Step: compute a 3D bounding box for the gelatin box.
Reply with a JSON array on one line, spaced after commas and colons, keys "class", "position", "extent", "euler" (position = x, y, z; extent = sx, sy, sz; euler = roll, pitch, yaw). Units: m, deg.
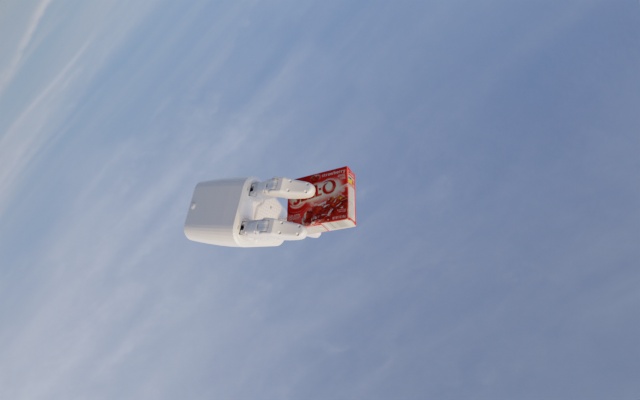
[{"class": "gelatin box", "position": [0.001, 0.002, 0.610], "extent": [0.089, 0.073, 0.030], "euler": [-11, -28, 25]}]
